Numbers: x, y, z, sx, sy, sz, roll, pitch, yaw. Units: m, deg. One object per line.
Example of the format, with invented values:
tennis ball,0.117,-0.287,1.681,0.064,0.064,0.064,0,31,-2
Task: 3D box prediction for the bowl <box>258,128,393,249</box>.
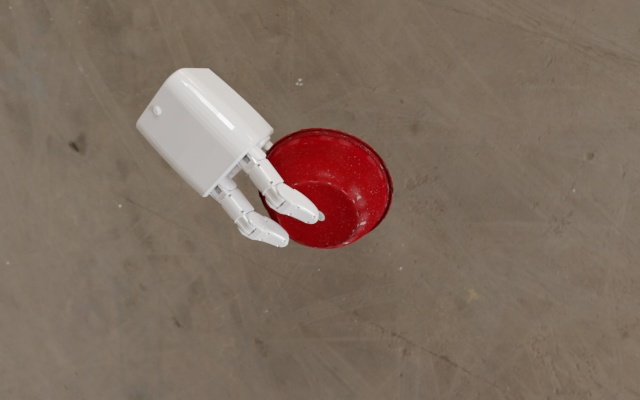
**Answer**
bowl,0.001,0.003,0.541,0.162,0.162,0.055,0,35,10
